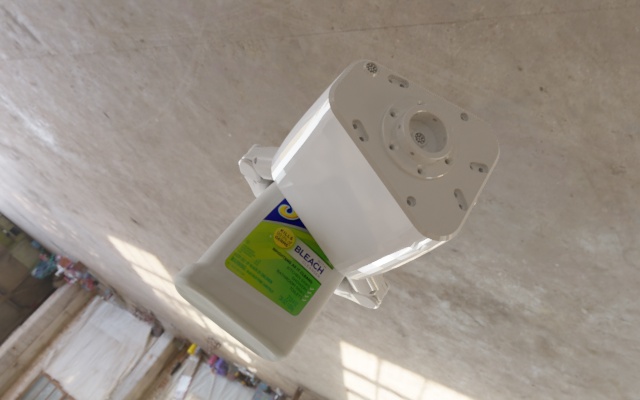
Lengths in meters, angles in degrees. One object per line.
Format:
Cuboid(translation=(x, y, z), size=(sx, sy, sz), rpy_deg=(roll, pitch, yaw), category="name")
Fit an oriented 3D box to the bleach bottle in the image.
Cuboid(translation=(0.000, 0.001, 0.401), size=(0.102, 0.250, 0.068), rpy_deg=(40, -28, -5), category="bleach bottle")
